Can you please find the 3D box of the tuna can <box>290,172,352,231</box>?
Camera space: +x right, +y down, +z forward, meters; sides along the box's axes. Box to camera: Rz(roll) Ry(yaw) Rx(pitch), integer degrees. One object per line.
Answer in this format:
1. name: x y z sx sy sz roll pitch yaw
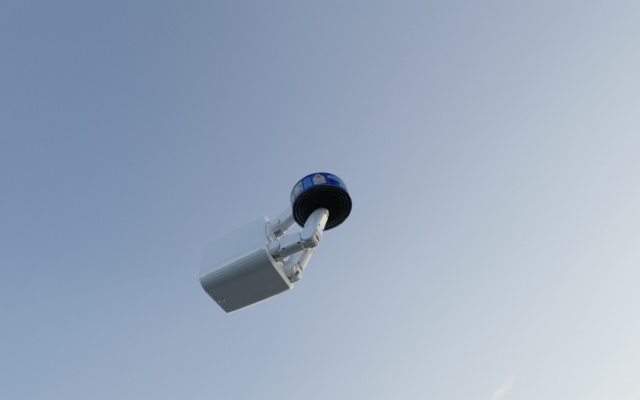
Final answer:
1. tuna can: 0.000 0.002 0.682 0.086 0.086 0.033 0 39 -13
